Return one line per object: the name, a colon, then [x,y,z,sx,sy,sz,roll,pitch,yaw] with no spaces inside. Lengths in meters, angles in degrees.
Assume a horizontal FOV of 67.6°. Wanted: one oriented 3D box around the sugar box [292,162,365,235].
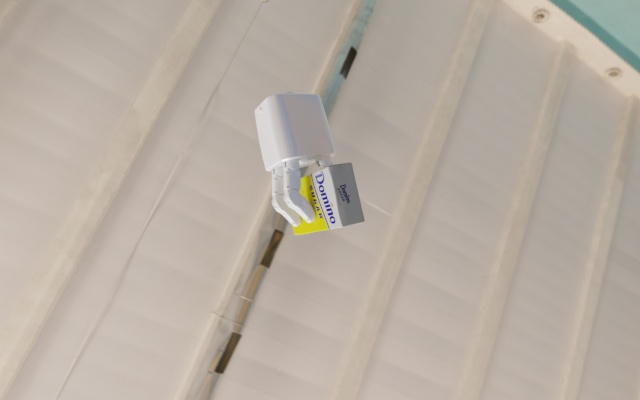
sugar box: [0.000,0.002,0.763,0.048,0.093,0.176,-12,-3,-25]
